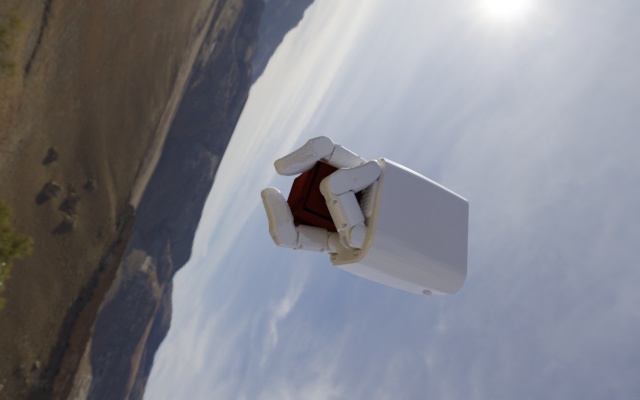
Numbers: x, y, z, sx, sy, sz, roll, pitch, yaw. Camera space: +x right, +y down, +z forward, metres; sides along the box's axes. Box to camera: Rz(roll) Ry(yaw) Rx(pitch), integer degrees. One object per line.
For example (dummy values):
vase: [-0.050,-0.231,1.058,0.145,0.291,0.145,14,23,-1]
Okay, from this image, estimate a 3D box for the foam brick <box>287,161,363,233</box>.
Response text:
foam brick: [0.000,0.001,0.478,0.051,0.053,0.078,22,-17,-15]
